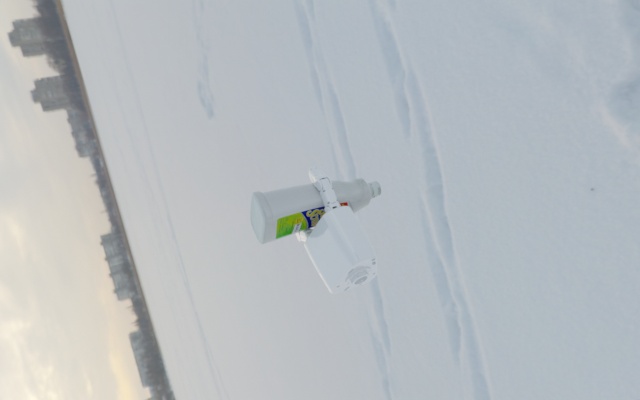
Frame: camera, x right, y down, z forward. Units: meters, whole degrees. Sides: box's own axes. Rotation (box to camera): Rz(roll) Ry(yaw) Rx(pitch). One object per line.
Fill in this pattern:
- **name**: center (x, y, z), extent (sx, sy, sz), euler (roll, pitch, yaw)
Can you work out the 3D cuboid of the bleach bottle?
- **bleach bottle**: center (0.000, 0.003, 0.873), extent (0.251, 0.068, 0.103), euler (-16, -33, -22)
